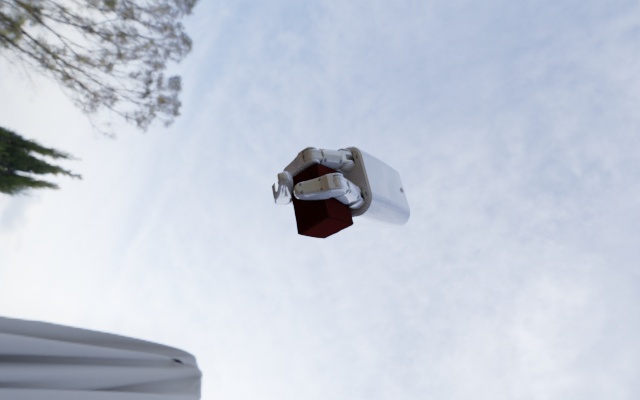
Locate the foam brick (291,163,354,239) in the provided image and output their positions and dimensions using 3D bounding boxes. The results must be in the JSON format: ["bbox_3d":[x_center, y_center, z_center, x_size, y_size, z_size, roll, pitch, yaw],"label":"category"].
[{"bbox_3d":[0.000,0.002,0.597,0.053,0.078,0.051,-28,-30,32],"label":"foam brick"}]
